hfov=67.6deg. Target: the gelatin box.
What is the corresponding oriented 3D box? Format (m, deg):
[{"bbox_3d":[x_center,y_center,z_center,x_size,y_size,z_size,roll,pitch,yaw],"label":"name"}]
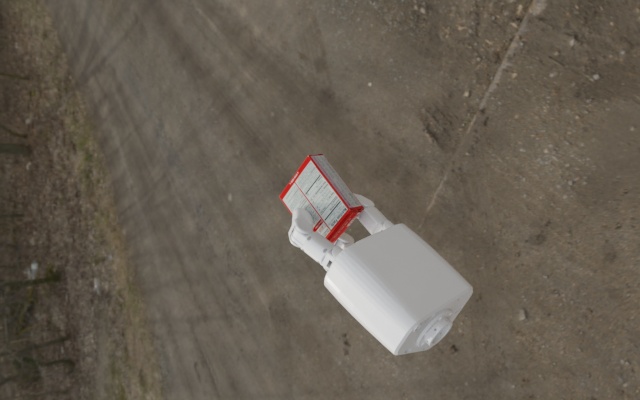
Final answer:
[{"bbox_3d":[0.000,0.002,0.561,0.030,0.089,0.073,-10,-35,-49],"label":"gelatin box"}]
